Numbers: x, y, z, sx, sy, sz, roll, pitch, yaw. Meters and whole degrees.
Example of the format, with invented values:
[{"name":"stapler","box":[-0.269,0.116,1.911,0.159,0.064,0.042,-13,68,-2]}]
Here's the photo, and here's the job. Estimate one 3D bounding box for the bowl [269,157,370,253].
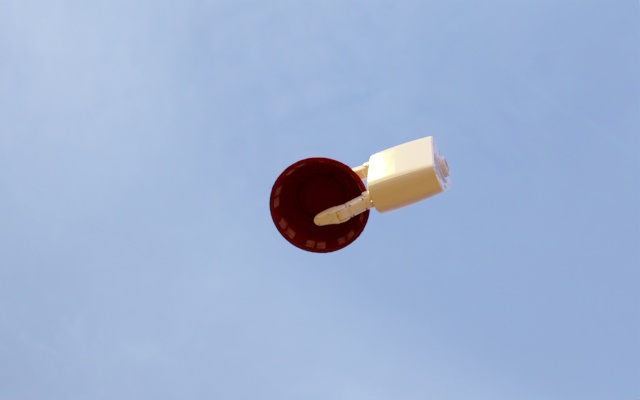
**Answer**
[{"name":"bowl","box":[-0.001,0.003,0.784,0.162,0.162,0.055,0,17,5]}]
